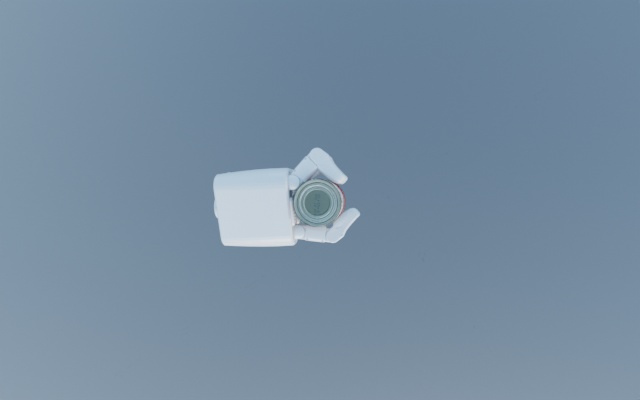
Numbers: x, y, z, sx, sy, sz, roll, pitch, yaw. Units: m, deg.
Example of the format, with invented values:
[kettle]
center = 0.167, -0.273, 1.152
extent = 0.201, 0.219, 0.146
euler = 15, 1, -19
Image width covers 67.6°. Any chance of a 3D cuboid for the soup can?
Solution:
[soup can]
center = 0.001, 0.002, 0.690
extent = 0.068, 0.068, 0.102
euler = 0, 1, 6
